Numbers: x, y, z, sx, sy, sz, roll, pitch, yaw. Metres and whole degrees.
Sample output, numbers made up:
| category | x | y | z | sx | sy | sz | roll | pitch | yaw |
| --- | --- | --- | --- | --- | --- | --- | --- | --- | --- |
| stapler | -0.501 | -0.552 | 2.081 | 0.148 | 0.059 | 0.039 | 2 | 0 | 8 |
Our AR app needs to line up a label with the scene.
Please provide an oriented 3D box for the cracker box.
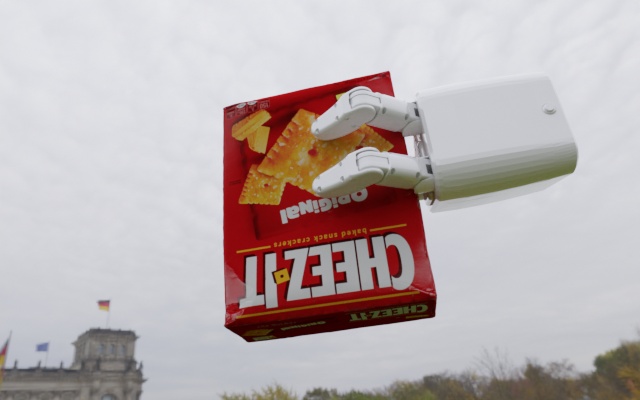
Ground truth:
| category | x | y | z | sx | sy | sz | roll | pitch | yaw |
| --- | --- | --- | --- | --- | --- | --- | --- | --- | --- |
| cracker box | 0.000 | 0.001 | 0.420 | 0.164 | 0.213 | 0.072 | -10 | -27 | 7 |
